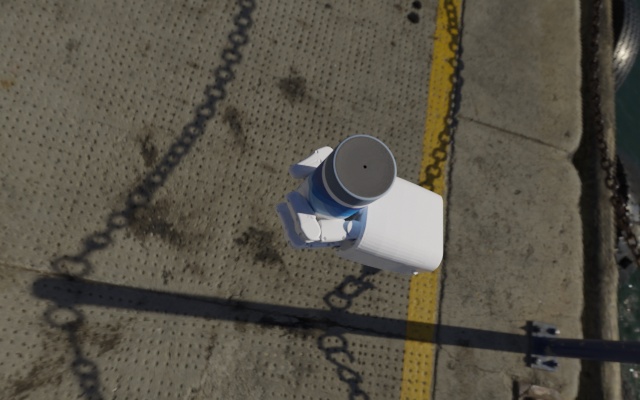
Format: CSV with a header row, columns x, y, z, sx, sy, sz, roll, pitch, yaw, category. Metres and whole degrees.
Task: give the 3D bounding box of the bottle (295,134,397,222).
x,y,z,sx,sy,sz,roll,pitch,yaw,category
0.000,0.002,0.593,0.069,0.069,0.296,0,-13,-17,bottle
